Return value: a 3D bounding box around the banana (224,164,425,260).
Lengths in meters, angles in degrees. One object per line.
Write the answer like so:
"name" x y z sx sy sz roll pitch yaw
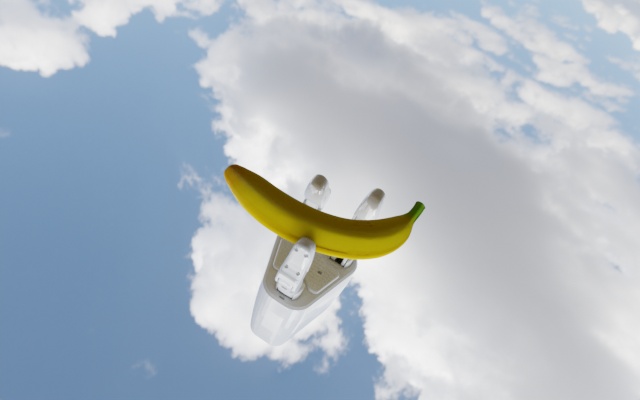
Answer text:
"banana" 0.002 0.017 0.450 0.198 0.069 0.037 12 -36 -9
